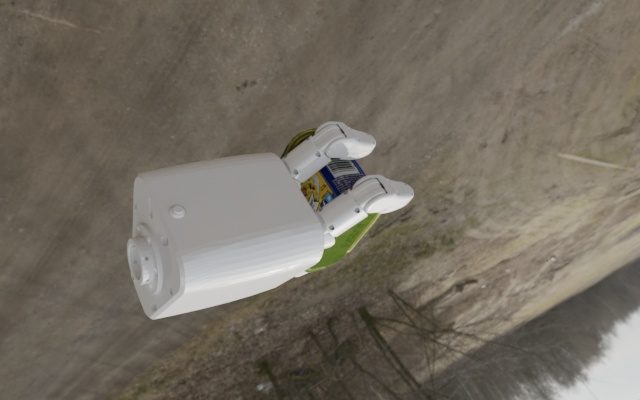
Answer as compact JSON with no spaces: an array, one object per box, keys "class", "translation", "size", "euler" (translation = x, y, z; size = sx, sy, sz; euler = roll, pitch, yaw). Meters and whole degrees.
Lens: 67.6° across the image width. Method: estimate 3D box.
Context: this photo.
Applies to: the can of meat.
[{"class":"can of meat","translation":[0.000,0.002,0.421],"size":[0.057,0.084,0.102],"euler":[-8,-35,-39]}]
